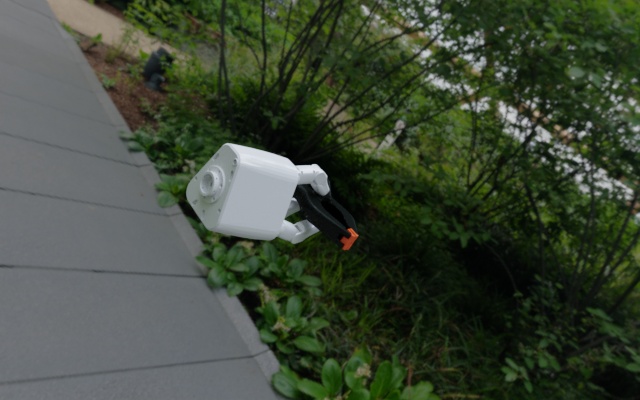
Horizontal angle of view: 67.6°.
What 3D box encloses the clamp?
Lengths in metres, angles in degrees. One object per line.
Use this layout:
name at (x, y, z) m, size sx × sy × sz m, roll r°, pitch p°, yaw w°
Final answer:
clamp at (0.001, 0.002, 0.760) m, size 0.164 × 0.036 × 0.210 m, roll 11°, pitch 28°, yaw -49°
